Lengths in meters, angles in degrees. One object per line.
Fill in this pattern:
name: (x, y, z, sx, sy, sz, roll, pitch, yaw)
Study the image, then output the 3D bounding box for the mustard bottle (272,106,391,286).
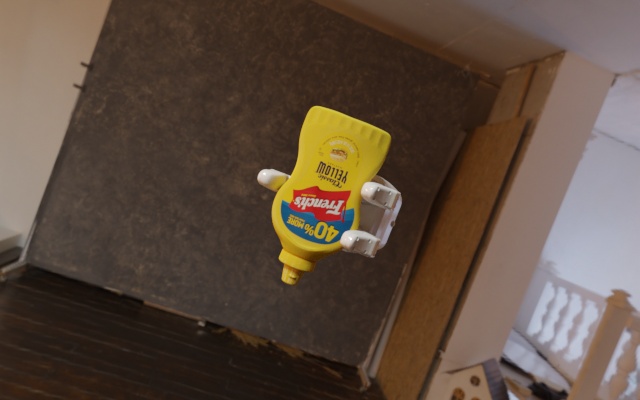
mustard bottle: (0.000, 0.001, 0.524, 0.096, 0.191, 0.058, 21, 2, -1)
